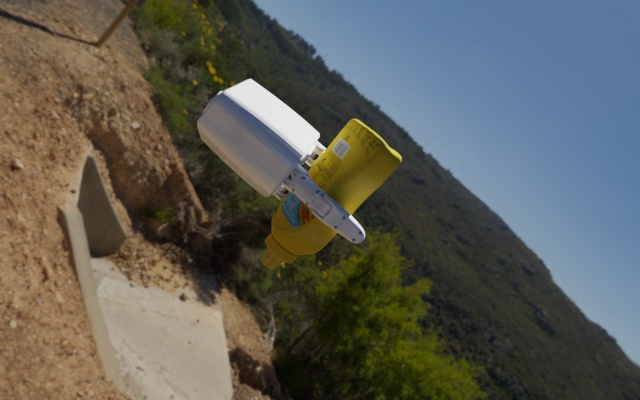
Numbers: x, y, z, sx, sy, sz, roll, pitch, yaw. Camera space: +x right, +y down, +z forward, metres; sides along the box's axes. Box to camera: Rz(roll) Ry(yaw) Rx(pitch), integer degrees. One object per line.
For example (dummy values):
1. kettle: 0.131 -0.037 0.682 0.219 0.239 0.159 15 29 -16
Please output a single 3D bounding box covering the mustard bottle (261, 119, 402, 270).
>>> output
1. mustard bottle: 0.001 0.002 0.533 0.058 0.191 0.096 36 9 -31
